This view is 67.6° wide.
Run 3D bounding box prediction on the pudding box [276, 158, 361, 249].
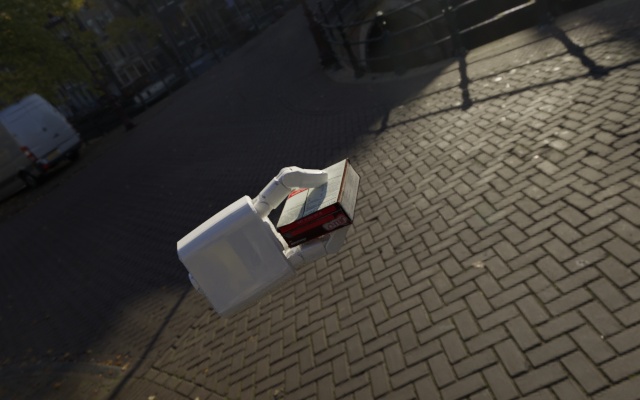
[{"bbox_3d":[0.000,0.002,0.601,0.090,0.039,0.113,-23,27,23],"label":"pudding box"}]
